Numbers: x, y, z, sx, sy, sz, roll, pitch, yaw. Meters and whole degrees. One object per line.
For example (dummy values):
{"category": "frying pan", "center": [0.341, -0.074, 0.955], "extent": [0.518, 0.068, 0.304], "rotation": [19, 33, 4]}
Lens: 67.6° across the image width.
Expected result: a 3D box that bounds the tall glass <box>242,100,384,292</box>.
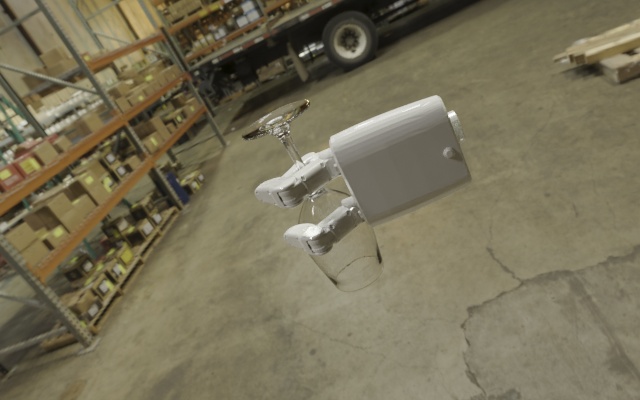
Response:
{"category": "tall glass", "center": [0.000, 0.001, 0.500], "extent": [0.079, 0.201, 0.079], "rotation": [-23, 24, 11]}
